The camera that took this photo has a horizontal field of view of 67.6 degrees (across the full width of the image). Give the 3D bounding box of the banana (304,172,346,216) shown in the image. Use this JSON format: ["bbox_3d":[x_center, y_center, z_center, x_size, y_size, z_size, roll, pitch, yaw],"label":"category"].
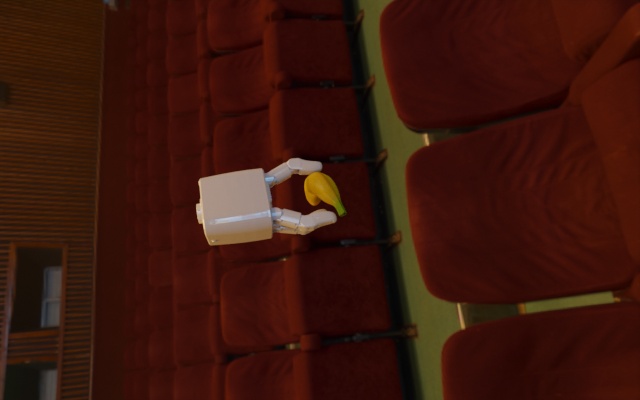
[{"bbox_3d":[-0.003,-0.015,0.811,0.037,0.069,0.198,-13,8,-10],"label":"banana"}]
